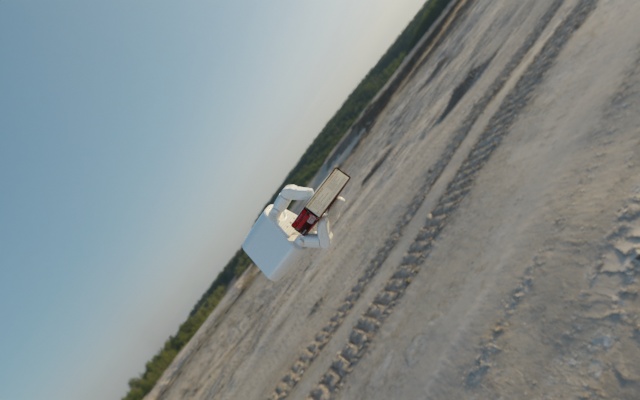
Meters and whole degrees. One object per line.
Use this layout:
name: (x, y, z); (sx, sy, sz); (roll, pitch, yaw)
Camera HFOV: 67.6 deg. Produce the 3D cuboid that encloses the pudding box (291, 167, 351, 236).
pudding box: (0.000, 0.003, 0.874); (0.039, 0.113, 0.090); (37, -31, -2)
